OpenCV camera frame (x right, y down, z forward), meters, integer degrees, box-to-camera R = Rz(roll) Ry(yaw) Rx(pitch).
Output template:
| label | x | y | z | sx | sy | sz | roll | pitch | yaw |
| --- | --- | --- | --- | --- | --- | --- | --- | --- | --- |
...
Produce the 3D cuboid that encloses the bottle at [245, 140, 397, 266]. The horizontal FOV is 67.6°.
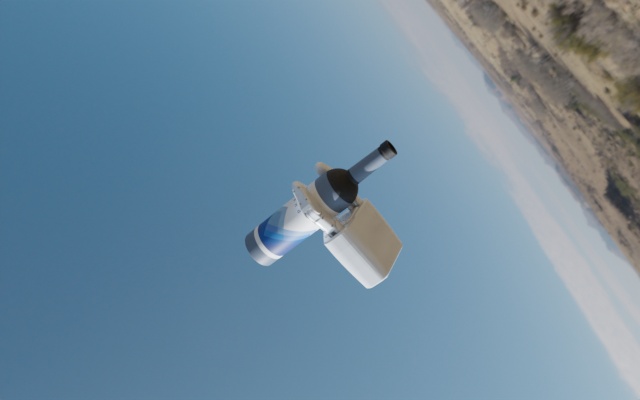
| label | x | y | z | sx | sy | sz | roll | pitch | yaw |
| --- | --- | --- | --- | --- | --- | --- | --- | --- | --- |
| bottle | 0.000 | 0.003 | 0.773 | 0.296 | 0.069 | 0.069 | -38 | -17 | 23 |
